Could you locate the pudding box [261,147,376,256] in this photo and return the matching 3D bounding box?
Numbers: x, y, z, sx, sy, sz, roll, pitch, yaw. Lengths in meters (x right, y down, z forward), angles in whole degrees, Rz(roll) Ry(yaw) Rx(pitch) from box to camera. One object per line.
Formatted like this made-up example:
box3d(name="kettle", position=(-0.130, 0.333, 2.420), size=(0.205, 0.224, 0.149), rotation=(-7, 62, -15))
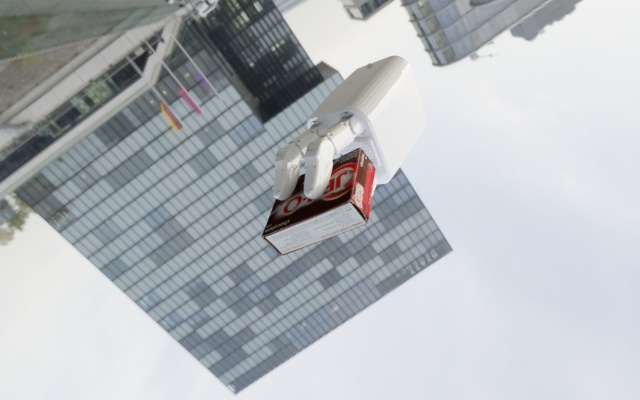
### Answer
box3d(name="pudding box", position=(0.000, 0.002, 0.503), size=(0.113, 0.039, 0.090), rotation=(-25, 29, 29))
